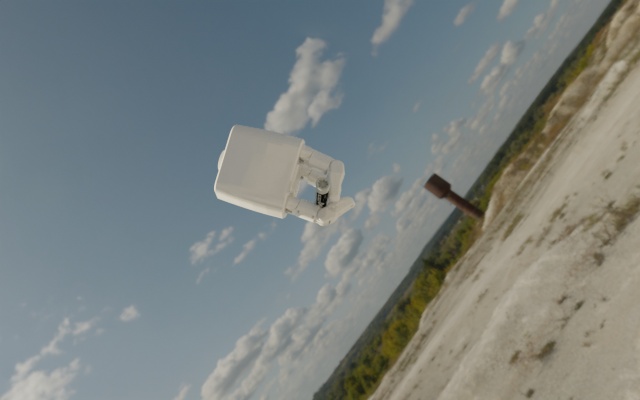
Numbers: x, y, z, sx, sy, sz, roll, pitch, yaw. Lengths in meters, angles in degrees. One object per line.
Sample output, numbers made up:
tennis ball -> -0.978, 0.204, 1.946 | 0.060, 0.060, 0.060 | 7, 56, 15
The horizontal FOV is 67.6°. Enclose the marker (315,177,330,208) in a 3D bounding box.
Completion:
marker -> 0.000, 0.002, 0.684 | 0.020, 0.020, 0.121 | 0, -24, -3
